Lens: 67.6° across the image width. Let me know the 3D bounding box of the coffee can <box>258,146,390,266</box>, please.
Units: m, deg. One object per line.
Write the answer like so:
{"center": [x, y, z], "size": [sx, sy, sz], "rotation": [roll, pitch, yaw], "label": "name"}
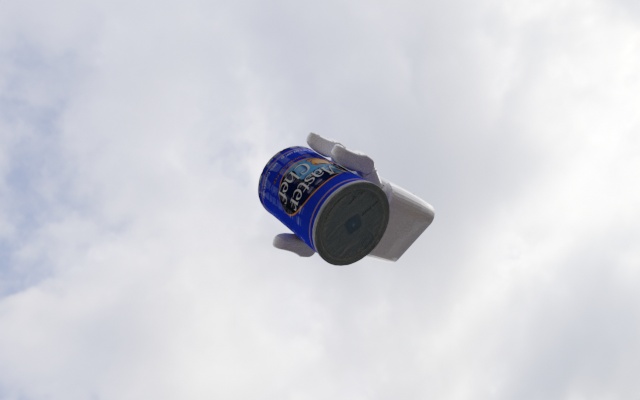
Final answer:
{"center": [0.000, 0.002, 0.581], "size": [0.103, 0.103, 0.140], "rotation": [0, 22, -36], "label": "coffee can"}
